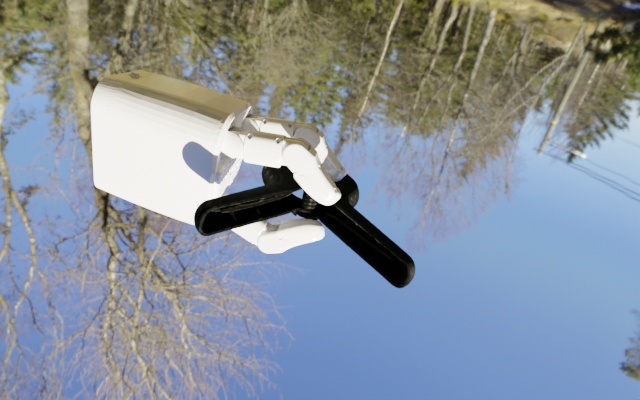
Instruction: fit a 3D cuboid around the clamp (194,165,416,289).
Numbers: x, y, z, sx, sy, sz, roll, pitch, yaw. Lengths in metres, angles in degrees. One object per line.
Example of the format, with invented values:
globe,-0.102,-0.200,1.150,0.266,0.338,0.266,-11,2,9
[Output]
clamp,0.000,0.002,0.424,0.164,0.036,0.210,20,23,-1
